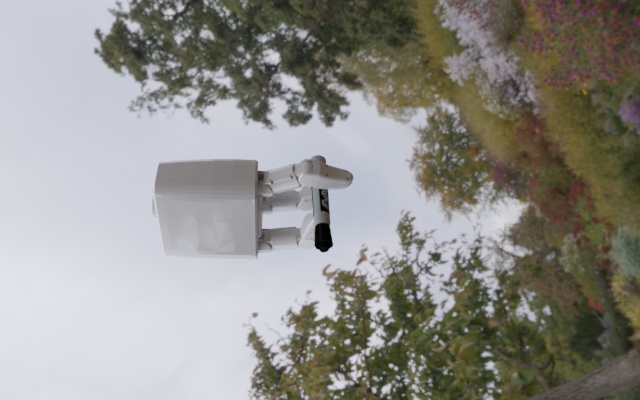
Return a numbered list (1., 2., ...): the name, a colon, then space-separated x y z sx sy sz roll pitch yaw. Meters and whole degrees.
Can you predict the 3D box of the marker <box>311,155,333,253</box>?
1. marker: 0.000 0.002 0.508 0.020 0.121 0.020 -2 -38 -2
